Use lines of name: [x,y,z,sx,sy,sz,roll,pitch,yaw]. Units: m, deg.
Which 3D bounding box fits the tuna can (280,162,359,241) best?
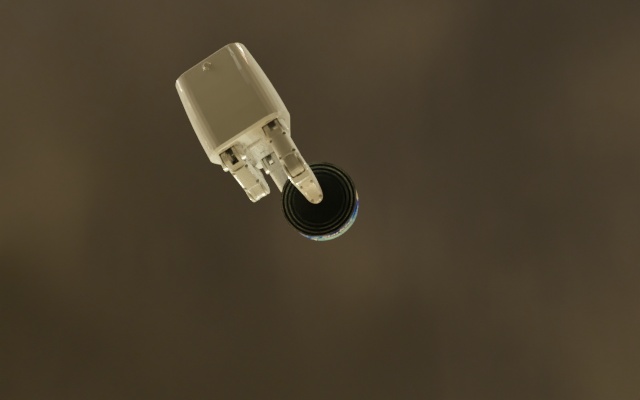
tuna can: [0.000,0.002,0.541,0.086,0.086,0.034,0,-15,11]
